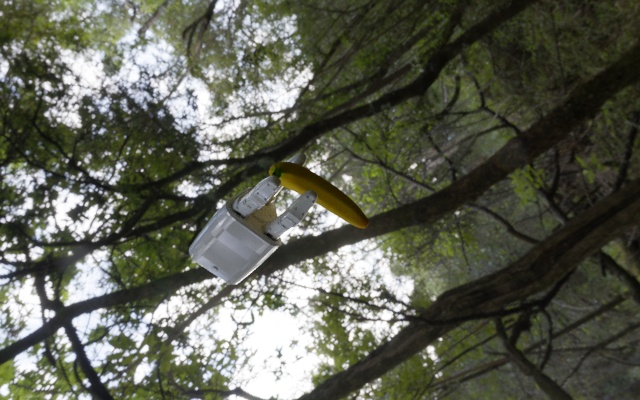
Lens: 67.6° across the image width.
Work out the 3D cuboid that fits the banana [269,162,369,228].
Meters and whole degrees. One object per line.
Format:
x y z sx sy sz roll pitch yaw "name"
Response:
-0.007 -0.011 0.695 0.198 0.069 0.037 26 -62 -39 "banana"
